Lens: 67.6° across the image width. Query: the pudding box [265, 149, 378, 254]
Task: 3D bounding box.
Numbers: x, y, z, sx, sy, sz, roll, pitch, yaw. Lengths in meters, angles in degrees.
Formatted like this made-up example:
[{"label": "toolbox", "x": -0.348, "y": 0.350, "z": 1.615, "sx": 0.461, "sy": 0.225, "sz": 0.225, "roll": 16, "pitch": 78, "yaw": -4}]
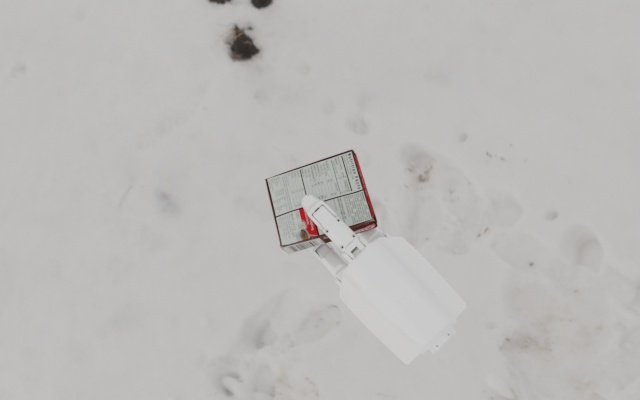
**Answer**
[{"label": "pudding box", "x": 0.000, "y": 0.002, "z": 0.552, "sx": 0.113, "sy": 0.090, "sz": 0.039, "roll": -17, "pitch": -19, "yaw": 7}]
